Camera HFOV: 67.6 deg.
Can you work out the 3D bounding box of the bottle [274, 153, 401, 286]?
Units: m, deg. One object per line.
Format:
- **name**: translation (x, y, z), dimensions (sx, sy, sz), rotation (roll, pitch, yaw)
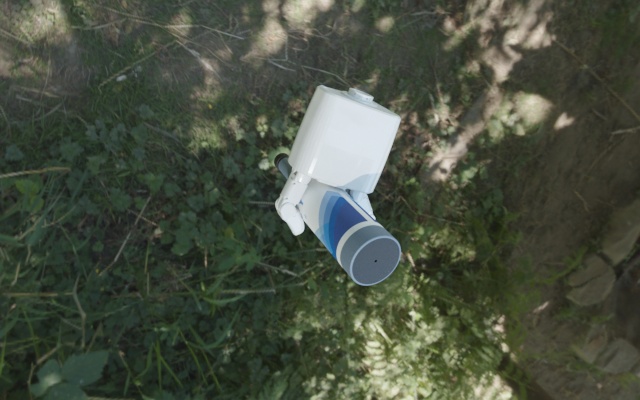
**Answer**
- **bottle**: translation (0.000, 0.002, 0.649), dimensions (0.069, 0.069, 0.295), rotation (0, 27, -28)
